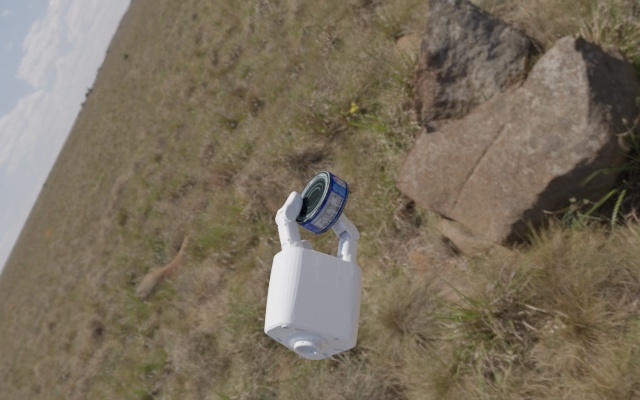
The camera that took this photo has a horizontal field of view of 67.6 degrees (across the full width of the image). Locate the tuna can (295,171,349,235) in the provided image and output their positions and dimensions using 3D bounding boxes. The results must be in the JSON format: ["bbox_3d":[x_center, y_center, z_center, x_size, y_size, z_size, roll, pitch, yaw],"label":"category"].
[{"bbox_3d":[0.000,0.002,0.667,0.034,0.086,0.086,30,-13,-23],"label":"tuna can"}]
